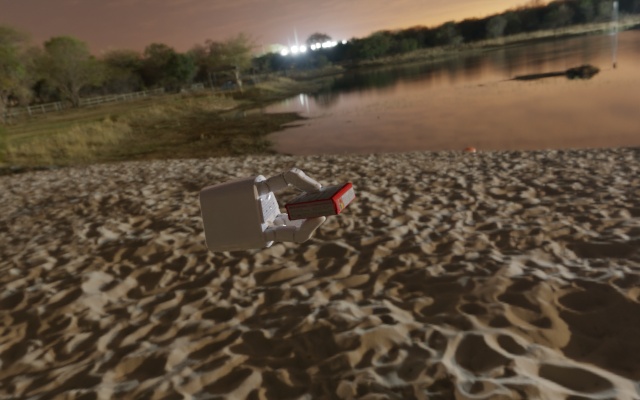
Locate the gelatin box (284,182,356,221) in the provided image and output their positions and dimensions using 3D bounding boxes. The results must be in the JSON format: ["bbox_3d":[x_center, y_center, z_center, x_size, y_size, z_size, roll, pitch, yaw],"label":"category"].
[{"bbox_3d":[0.000,0.002,0.745,0.089,0.030,0.073,-9,16,30],"label":"gelatin box"}]
